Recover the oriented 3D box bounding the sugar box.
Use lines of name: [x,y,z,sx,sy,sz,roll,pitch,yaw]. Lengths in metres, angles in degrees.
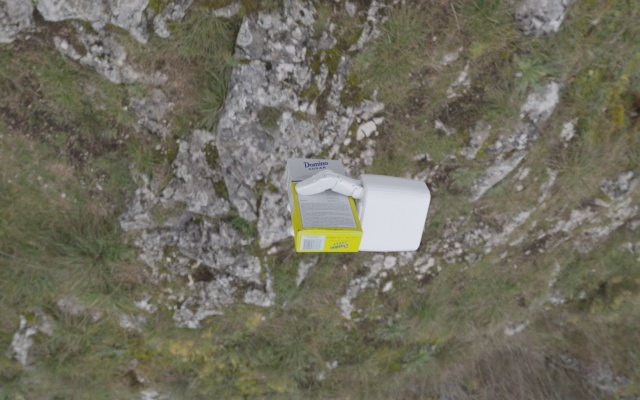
sugar box: [0.000,0.003,0.728,0.093,0.048,0.176,2,37,-11]
